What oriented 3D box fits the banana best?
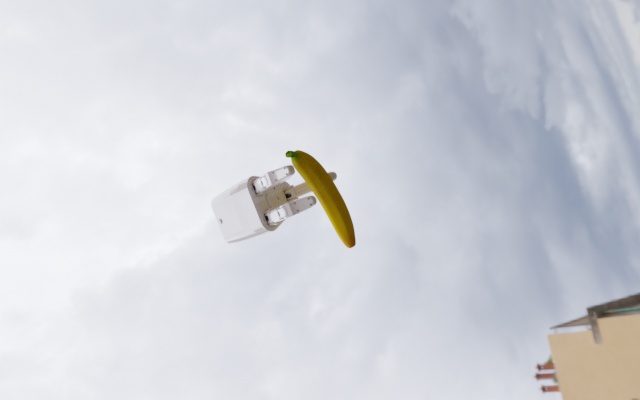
[{"bbox_3d":[0.003,-0.011,0.778,0.037,0.198,0.069,-23,24,31],"label":"banana"}]
